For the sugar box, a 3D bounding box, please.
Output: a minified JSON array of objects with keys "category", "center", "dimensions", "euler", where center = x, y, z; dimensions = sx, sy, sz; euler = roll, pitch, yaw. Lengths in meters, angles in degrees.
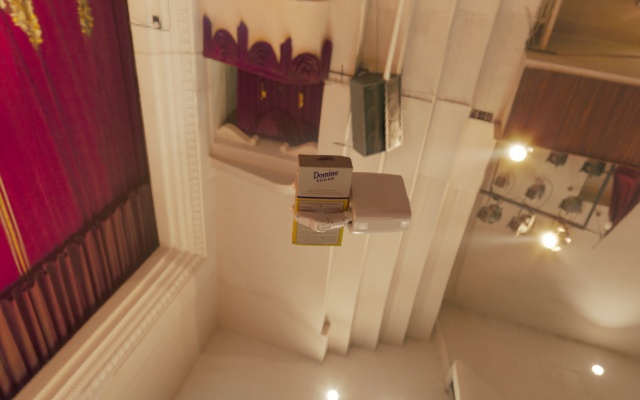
[{"category":"sugar box","center":[0.000,0.003,0.847],"dimensions":[0.093,0.176,0.048],"euler":[2,35,-7]}]
